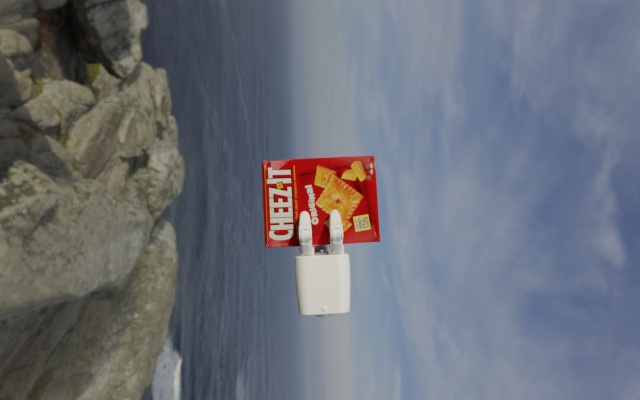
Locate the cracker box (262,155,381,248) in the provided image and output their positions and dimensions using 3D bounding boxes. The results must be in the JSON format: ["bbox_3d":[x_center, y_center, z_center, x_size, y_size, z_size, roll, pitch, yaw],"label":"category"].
[{"bbox_3d":[0.000,0.003,0.900,0.214,0.164,0.072,-3,-5,-1],"label":"cracker box"}]
